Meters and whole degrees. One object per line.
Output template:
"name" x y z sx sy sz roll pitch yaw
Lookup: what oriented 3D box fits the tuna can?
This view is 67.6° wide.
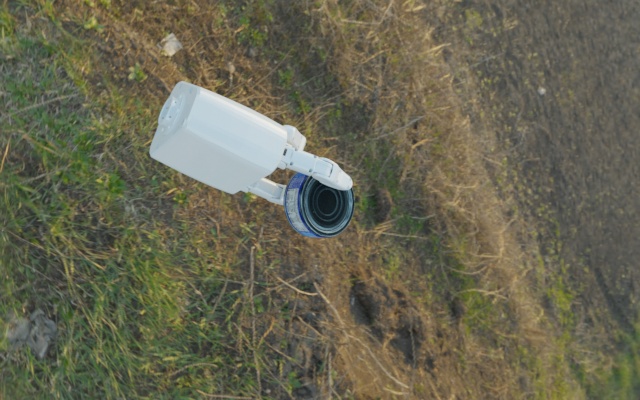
"tuna can" 0.001 0.002 0.570 0.086 0.086 0.034 0 -1 -39
